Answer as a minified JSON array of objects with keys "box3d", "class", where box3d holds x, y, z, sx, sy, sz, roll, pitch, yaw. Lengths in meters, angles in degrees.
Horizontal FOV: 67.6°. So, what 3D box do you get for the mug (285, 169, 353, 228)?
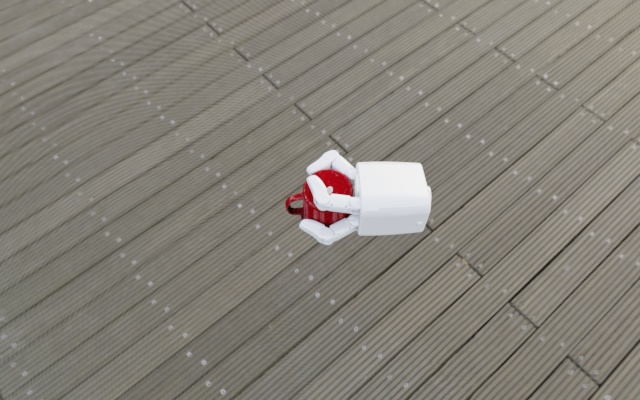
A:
[{"box3d":[-0.001,0.002,0.790,0.117,0.093,0.081,-2,-31,0],"class":"mug"}]
